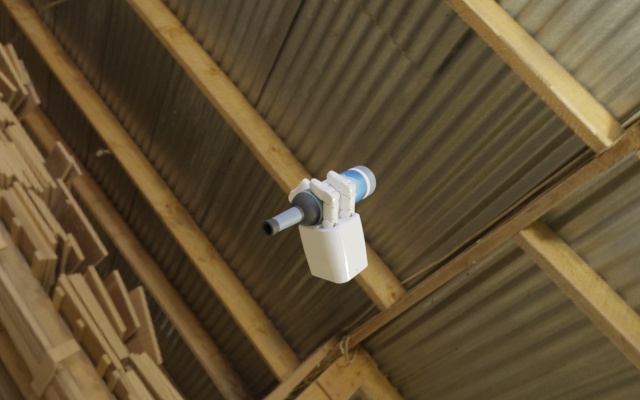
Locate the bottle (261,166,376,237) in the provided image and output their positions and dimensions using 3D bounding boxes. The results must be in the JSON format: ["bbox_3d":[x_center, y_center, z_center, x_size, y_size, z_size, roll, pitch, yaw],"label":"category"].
[{"bbox_3d":[0.000,0.003,0.894,0.069,0.069,0.295,0,17,39],"label":"bottle"}]
